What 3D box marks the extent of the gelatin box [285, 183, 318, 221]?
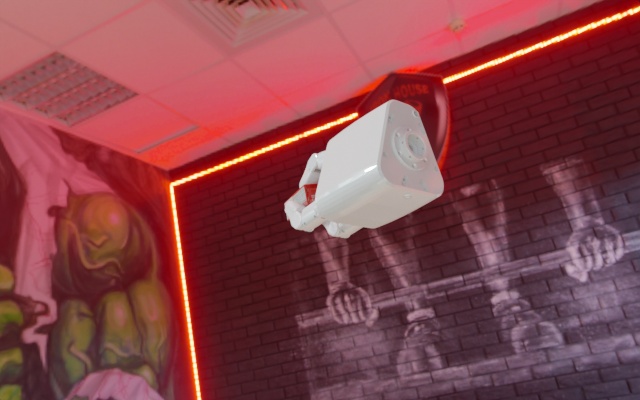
[{"bbox_3d":[0.000,0.002,0.645,0.073,0.030,0.089,-4,-15,-24],"label":"gelatin box"}]
